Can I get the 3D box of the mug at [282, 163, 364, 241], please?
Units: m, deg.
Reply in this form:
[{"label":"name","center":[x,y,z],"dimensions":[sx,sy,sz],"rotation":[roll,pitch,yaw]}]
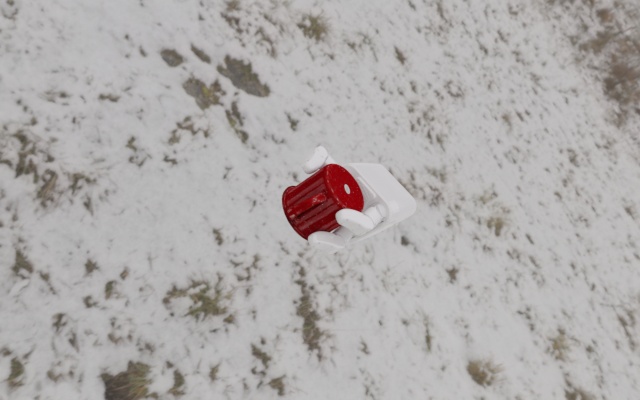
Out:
[{"label":"mug","center":[-0.001,0.002,0.659],"dimensions":[0.081,0.093,0.117],"rotation":[-33,-12,31]}]
